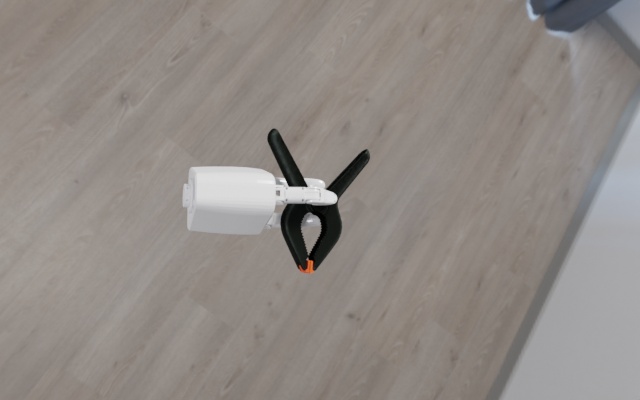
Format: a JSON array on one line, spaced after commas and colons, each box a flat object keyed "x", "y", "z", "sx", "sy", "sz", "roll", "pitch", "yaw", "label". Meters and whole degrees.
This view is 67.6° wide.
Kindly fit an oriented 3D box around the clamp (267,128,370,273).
[{"x": 0.000, "y": 0.003, "z": 0.711, "sx": 0.164, "sy": 0.210, "sz": 0.036, "roll": 2, "pitch": -8, "yaw": -21, "label": "clamp"}]
